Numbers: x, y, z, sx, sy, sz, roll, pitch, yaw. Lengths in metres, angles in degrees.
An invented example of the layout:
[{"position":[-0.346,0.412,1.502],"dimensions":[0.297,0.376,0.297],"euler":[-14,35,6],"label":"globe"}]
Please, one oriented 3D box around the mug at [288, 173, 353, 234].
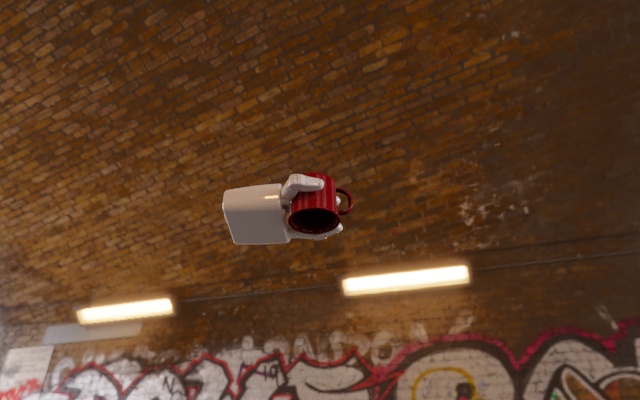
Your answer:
[{"position":[0.002,0.003,0.863],"dimensions":[0.117,0.081,0.093],"euler":[-4,-33,4],"label":"mug"}]
